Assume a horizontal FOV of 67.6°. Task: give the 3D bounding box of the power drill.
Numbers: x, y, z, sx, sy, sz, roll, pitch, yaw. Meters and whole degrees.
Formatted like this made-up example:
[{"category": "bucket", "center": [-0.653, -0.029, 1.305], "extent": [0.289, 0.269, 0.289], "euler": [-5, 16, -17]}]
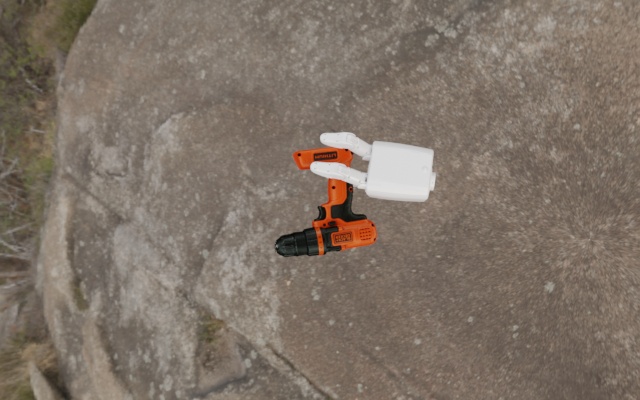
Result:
[{"category": "power drill", "center": [0.000, 0.002, 0.849], "extent": [0.184, 0.187, 0.057], "euler": [-8, 3, -11]}]
